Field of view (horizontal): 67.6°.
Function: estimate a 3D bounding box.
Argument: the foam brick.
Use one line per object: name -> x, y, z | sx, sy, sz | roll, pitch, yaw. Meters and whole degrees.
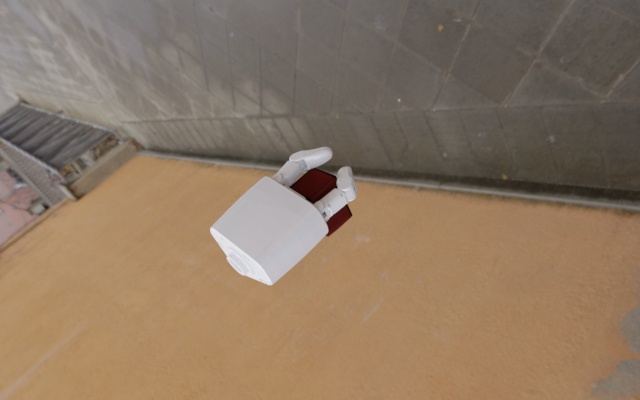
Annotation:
foam brick -> 0.000, 0.002, 0.674 | 0.051, 0.078, 0.053 | -42, 40, -21
